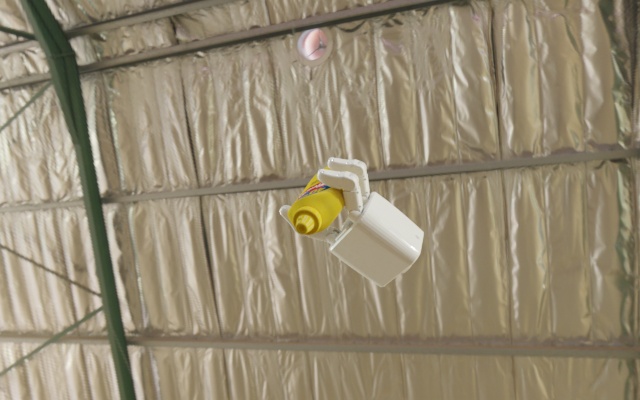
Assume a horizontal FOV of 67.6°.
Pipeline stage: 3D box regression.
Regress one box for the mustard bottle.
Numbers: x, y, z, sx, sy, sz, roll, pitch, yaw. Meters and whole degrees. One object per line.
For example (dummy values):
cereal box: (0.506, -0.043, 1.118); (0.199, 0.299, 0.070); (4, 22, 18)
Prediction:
mustard bottle: (0.000, 0.002, 0.739); (0.096, 0.058, 0.191); (-24, 15, 25)
